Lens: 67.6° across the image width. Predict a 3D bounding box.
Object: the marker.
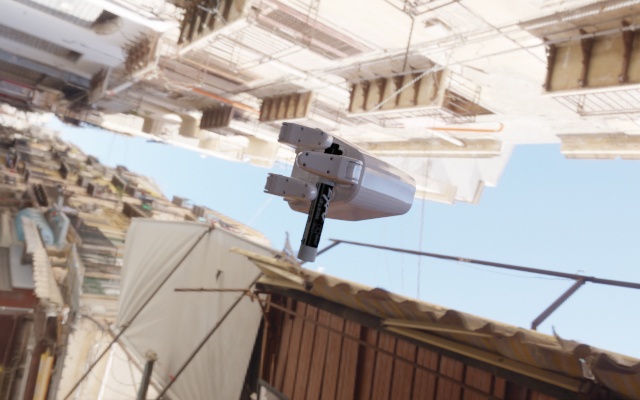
[{"bbox_3d":[0.000,0.002,0.479,0.020,0.121,0.020,14,-1,0],"label":"marker"}]
